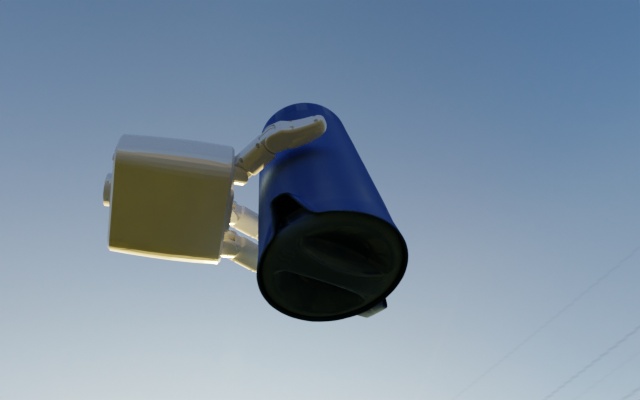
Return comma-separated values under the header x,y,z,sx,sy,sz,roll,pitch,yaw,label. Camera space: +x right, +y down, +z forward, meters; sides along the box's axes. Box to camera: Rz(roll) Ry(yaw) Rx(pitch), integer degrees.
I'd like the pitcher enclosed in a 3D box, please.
x,y,z,sx,sy,sz,roll,pitch,yaw,label
0.000,0.002,0.508,0.145,0.149,0.242,5,35,-14,pitcher
